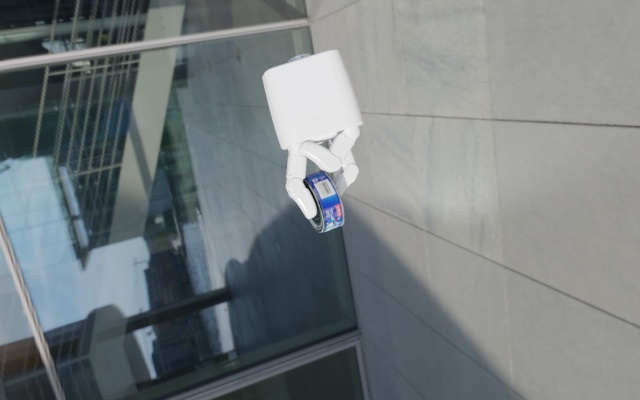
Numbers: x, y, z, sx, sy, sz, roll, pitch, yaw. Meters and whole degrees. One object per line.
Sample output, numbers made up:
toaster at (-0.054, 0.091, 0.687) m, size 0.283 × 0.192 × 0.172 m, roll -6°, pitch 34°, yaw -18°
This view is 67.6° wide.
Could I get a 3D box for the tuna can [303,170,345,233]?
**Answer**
tuna can at (0.000, 0.003, 0.686) m, size 0.034 × 0.086 × 0.086 m, roll -21°, pitch 6°, yaw -18°
